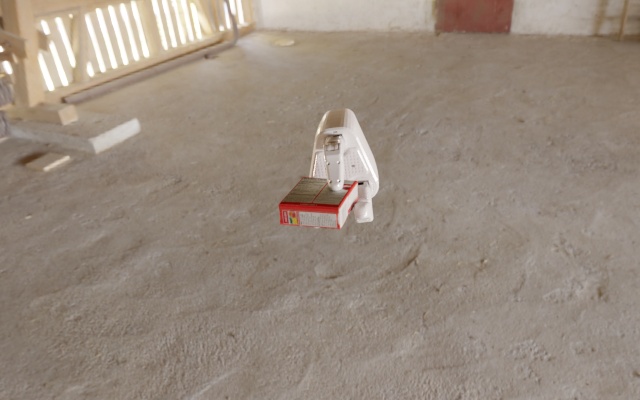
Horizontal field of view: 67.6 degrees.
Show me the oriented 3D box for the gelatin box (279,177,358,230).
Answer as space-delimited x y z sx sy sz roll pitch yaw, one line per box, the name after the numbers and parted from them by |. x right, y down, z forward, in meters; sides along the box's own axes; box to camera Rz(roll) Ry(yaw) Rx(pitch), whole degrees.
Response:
0.000 0.002 0.571 0.073 0.030 0.089 4 24 17 | gelatin box
